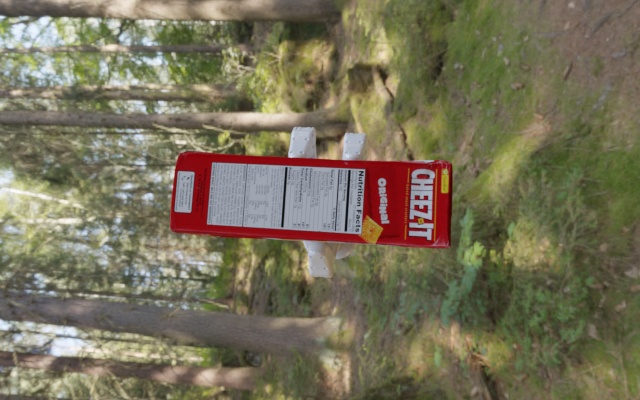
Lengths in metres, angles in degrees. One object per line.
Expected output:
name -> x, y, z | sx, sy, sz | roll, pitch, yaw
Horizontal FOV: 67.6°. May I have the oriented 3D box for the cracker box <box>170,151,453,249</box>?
cracker box -> 0.000, 0.002, 0.432 | 0.213, 0.072, 0.164 | 3, -3, 8
